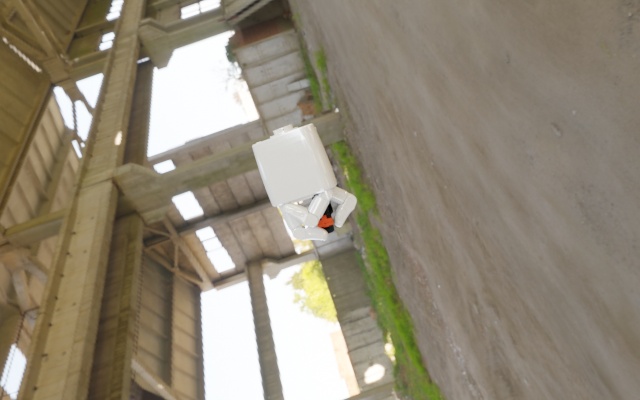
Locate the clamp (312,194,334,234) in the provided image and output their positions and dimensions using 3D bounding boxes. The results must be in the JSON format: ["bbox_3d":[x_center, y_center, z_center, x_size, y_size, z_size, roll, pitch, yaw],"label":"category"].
[{"bbox_3d":[0.000,0.003,0.871,0.039,0.120,0.171,-21,9,0],"label":"clamp"}]
